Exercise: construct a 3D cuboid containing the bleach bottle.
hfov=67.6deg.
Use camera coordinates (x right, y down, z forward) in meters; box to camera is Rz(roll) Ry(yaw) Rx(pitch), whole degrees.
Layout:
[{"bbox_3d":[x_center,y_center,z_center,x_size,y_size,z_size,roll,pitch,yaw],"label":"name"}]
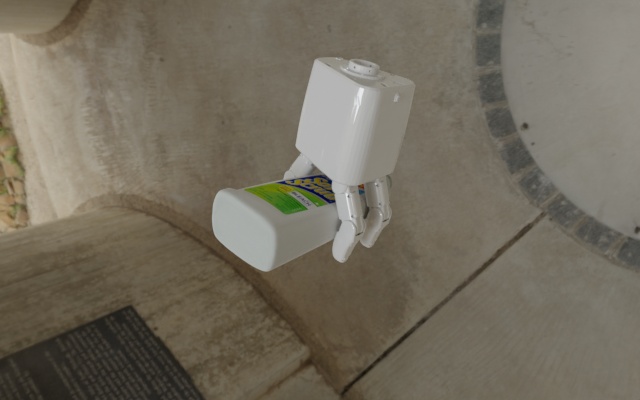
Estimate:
[{"bbox_3d":[0.000,0.002,0.579,0.102,0.068,0.251,30,33,31],"label":"bleach bottle"}]
